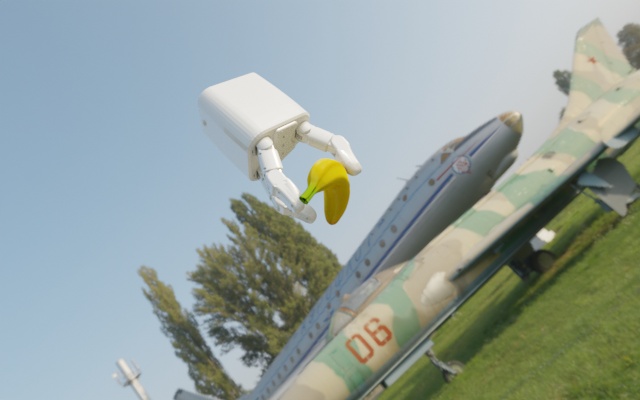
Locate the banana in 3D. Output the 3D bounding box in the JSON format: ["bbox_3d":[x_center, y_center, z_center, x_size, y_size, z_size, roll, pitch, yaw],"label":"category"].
[{"bbox_3d":[0.011,-0.013,0.622,0.037,0.069,0.198,37,-2,17],"label":"banana"}]
